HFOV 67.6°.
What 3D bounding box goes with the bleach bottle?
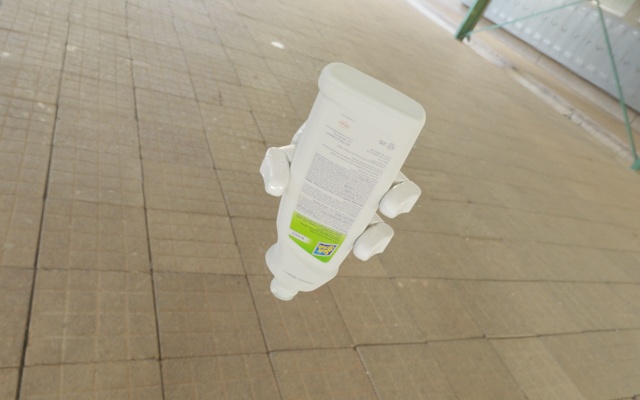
[{"bbox_3d":[0.000,0.002,0.472,0.102,0.251,0.068,28,30,0],"label":"bleach bottle"}]
